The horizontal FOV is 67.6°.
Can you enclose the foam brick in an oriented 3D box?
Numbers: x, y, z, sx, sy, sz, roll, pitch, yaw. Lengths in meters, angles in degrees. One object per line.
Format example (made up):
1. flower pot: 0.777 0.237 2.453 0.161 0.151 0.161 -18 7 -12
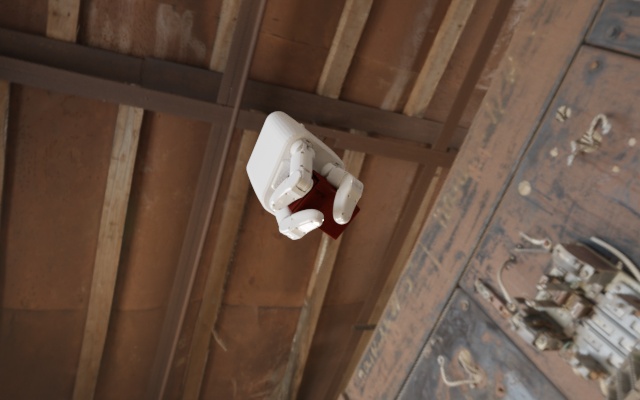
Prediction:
1. foam brick: 0.000 0.002 0.598 0.078 0.053 0.051 35 9 -34
